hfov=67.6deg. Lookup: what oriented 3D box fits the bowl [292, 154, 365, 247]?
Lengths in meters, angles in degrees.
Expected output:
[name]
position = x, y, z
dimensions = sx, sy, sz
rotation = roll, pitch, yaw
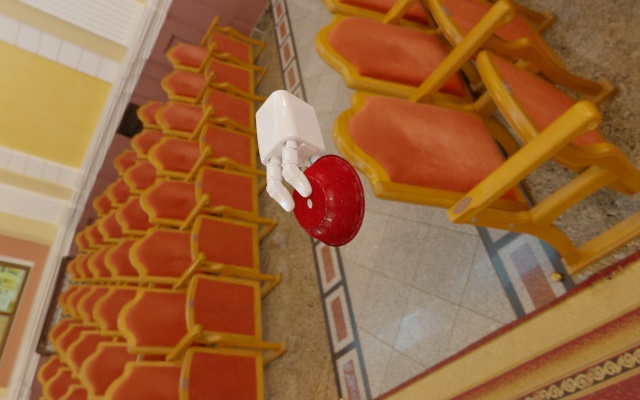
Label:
[bowl]
position = 0.000, 0.004, 0.812
dimensions = 0.055, 0.162, 0.162
rotation = -6, 4, -41
